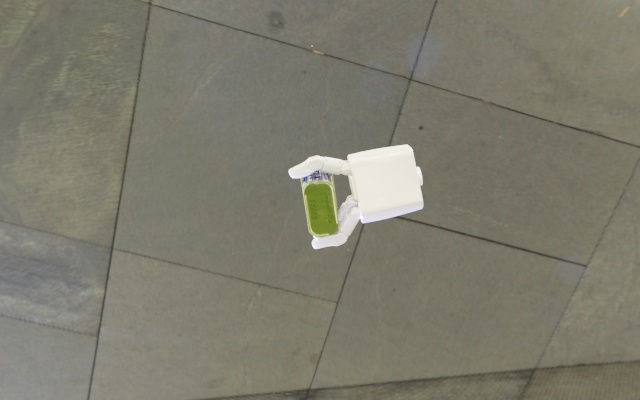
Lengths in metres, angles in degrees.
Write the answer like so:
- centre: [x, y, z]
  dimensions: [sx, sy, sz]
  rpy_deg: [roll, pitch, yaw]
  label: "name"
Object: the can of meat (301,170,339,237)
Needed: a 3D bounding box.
- centre: [0.000, 0.003, 0.809]
  dimensions: [0.057, 0.102, 0.084]
  rpy_deg: [-9, 18, 0]
  label: "can of meat"
